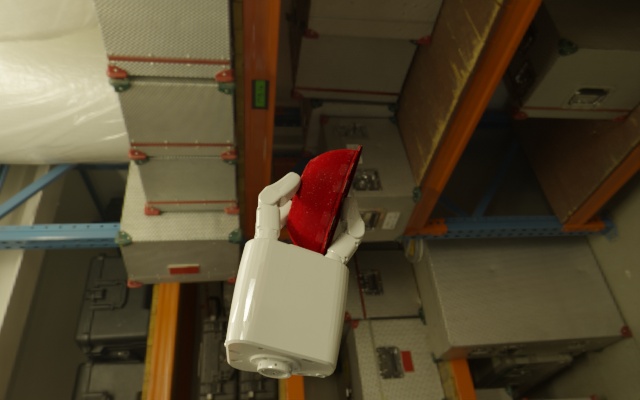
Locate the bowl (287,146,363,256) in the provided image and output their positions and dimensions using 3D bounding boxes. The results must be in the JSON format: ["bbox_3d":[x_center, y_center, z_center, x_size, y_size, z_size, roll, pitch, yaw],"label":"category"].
[{"bbox_3d":[0.000,0.001,0.583,0.055,0.162,0.162,19,2,5],"label":"bowl"}]
